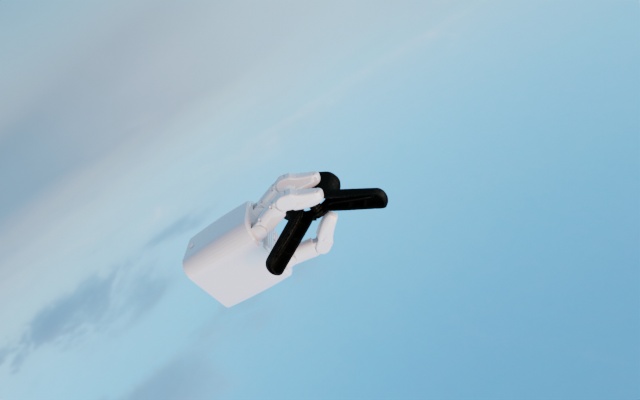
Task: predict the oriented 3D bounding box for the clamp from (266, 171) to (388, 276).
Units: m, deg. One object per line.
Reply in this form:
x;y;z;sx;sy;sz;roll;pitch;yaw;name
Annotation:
0.000;0.003;0.635;0.164;0.036;0.210;-29;24;8;clamp
